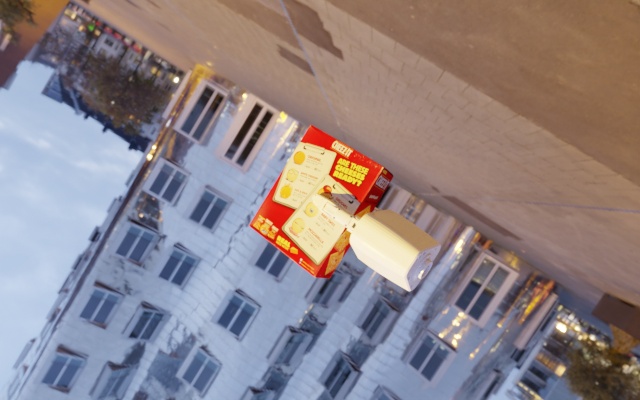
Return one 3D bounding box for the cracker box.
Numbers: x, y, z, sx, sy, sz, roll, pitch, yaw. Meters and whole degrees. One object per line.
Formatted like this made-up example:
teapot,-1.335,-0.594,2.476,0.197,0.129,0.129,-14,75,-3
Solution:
cracker box,0.000,0.003,0.834,0.164,0.214,0.072,34,4,27
